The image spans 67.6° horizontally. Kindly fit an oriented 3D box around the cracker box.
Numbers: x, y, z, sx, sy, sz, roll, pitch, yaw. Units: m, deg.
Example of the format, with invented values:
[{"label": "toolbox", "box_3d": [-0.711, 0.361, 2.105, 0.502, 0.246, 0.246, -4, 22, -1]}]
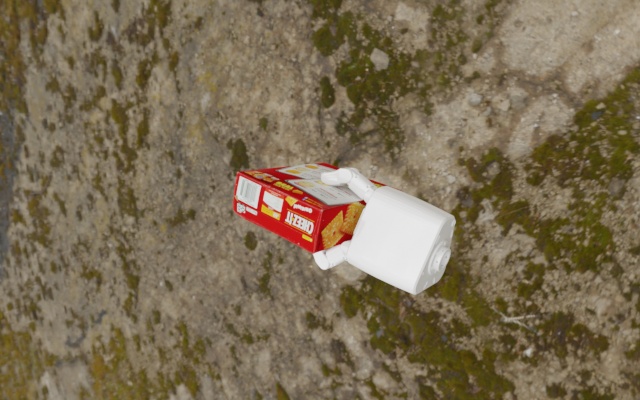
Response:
[{"label": "cracker box", "box_3d": [0.000, 0.002, 0.730, 0.164, 0.072, 0.213, 23, 20, 33]}]
